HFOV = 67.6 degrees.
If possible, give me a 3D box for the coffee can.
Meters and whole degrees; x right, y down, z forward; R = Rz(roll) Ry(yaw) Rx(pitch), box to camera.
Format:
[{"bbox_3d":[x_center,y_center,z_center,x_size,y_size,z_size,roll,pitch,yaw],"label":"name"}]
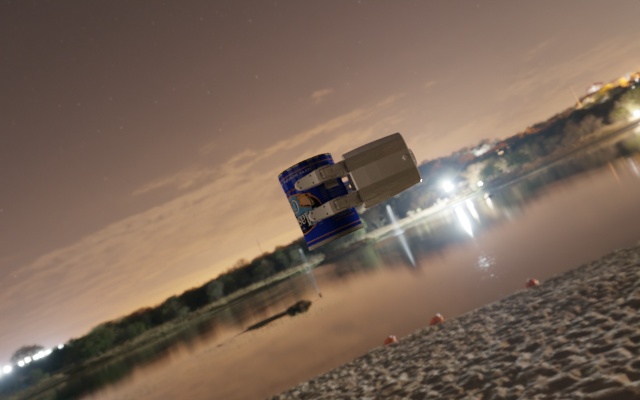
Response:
[{"bbox_3d":[0.000,0.003,0.826,0.103,0.140,0.103,-24,-5,-2],"label":"coffee can"}]
